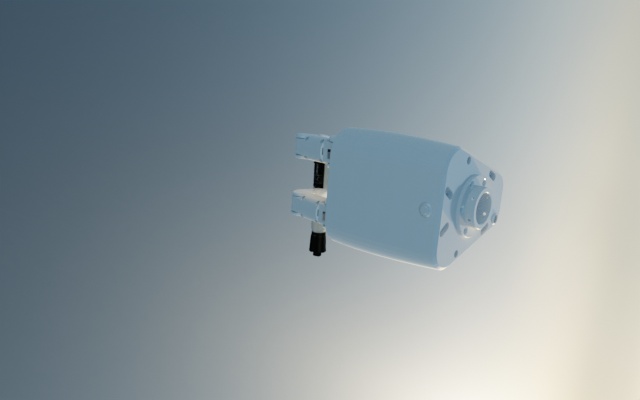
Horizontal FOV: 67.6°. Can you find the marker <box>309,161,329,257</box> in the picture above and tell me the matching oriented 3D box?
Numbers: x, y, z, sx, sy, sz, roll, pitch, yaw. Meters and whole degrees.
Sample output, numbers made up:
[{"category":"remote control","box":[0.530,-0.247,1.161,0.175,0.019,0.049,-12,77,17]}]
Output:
[{"category":"marker","box":[0.000,0.002,0.512,0.020,0.121,0.020,4,13,-1]}]
